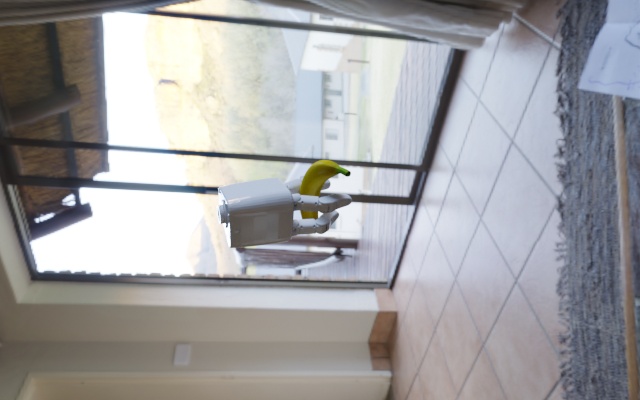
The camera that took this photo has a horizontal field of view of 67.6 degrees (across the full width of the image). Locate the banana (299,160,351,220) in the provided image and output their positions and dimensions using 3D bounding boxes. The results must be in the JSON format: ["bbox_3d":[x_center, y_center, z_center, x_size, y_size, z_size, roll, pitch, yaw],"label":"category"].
[{"bbox_3d":[-0.008,-0.014,0.842,0.037,0.069,0.198,-20,-23,-29],"label":"banana"}]
